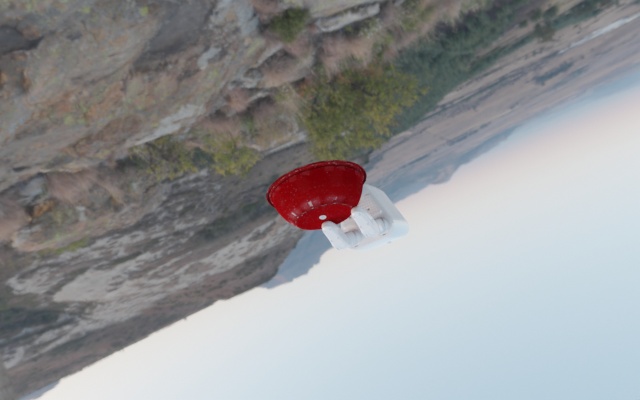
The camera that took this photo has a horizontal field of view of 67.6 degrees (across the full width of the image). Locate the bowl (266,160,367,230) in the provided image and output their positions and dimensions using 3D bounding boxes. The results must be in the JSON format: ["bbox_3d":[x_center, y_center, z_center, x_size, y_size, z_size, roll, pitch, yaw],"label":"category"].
[{"bbox_3d":[-0.001,0.003,0.741,0.162,0.055,0.162,-12,-25,-5],"label":"bowl"}]
